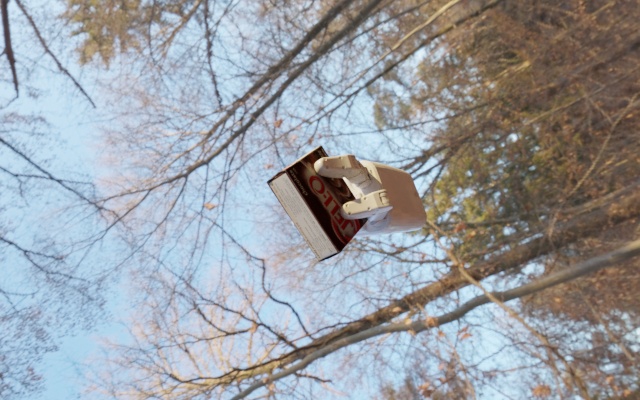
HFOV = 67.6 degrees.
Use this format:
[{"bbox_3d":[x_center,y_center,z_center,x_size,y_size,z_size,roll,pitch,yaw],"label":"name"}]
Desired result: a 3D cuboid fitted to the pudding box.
[{"bbox_3d":[0.000,0.002,0.561,0.039,0.113,0.090,-32,6,35],"label":"pudding box"}]
